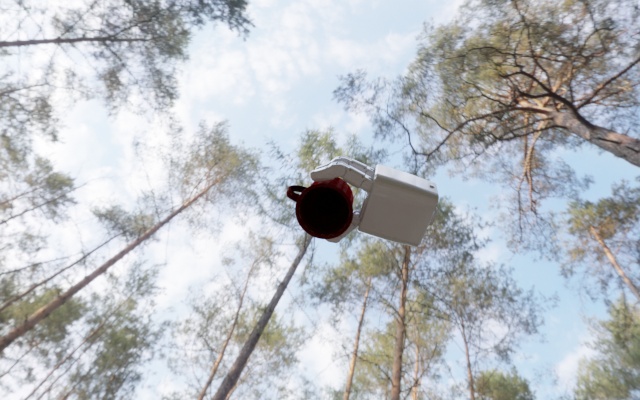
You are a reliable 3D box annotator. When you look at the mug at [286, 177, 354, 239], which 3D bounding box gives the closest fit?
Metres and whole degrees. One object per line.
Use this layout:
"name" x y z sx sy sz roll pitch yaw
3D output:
"mug" -0.001 0.002 0.789 0.117 0.093 0.081 19 19 3
